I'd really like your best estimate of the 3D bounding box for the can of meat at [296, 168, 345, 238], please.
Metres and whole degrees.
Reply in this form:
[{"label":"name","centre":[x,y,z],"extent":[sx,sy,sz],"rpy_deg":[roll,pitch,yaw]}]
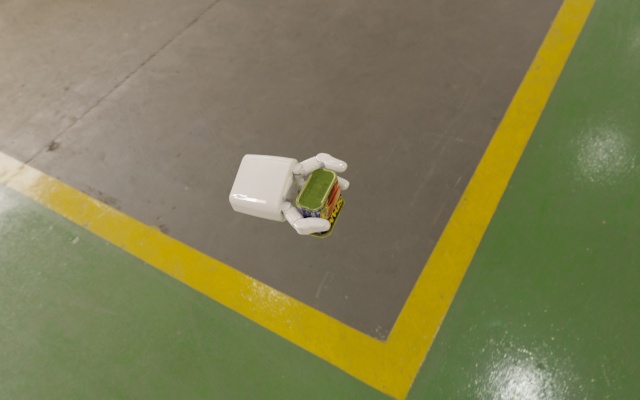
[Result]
[{"label":"can of meat","centre":[0.000,0.003,0.879],"extent":[0.057,0.102,0.084],"rpy_deg":[13,-34,22]}]
